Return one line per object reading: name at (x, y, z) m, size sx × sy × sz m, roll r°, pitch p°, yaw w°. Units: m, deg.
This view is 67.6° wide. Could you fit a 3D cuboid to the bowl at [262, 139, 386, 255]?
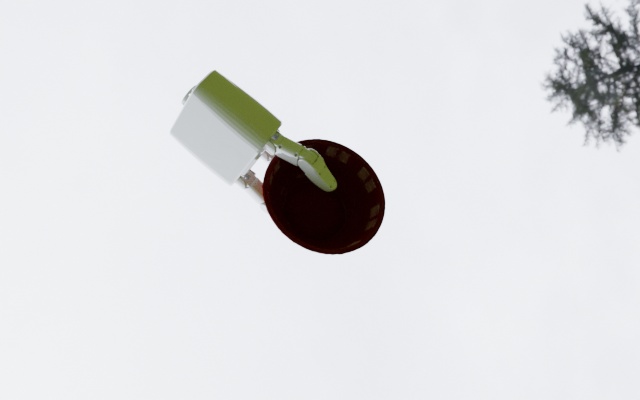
bowl at (0.001, 0.003, 0.620) m, size 0.162 × 0.162 × 0.055 m, roll 0°, pitch -26°, yaw -18°
